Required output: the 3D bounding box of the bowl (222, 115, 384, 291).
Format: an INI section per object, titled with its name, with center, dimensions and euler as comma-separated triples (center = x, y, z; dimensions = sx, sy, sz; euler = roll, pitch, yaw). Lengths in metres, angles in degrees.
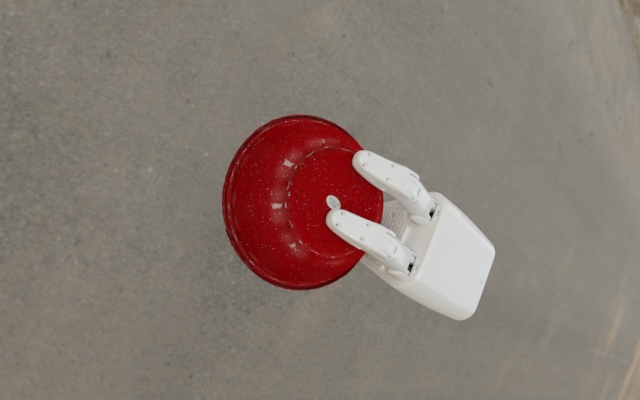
[bowl]
center = -0.001, 0.001, 0.416
dimensions = 0.162, 0.162, 0.055
euler = 0, -1, -29
